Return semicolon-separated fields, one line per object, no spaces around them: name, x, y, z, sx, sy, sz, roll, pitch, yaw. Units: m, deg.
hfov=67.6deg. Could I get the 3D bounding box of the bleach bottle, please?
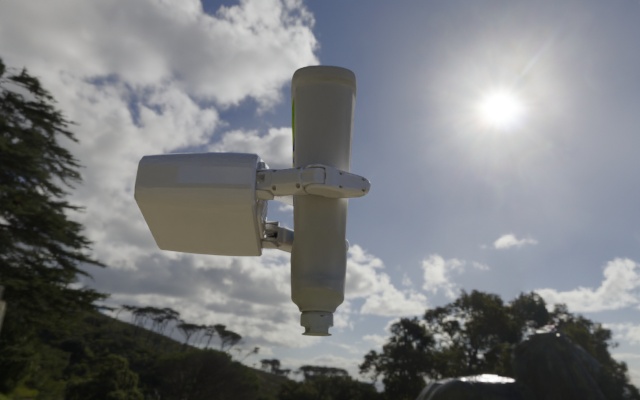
bleach bottle;0.000;0.002;0.468;0.068;0.250;0.103;2;-20;0
